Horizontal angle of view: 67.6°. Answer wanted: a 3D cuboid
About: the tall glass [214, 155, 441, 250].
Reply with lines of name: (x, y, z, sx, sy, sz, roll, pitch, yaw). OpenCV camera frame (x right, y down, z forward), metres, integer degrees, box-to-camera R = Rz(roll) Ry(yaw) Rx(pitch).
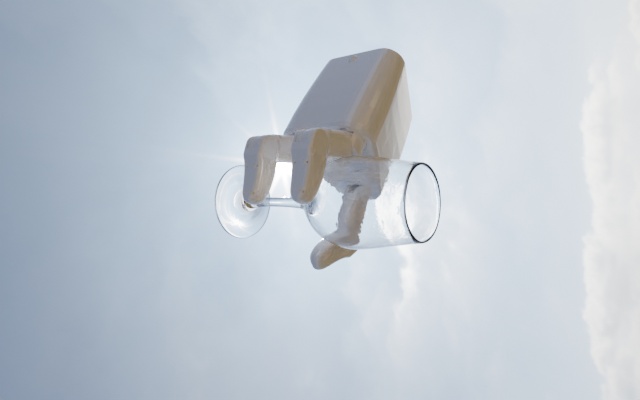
tall glass: (0.000, 0.002, 0.421, 0.201, 0.079, 0.079, 1, 0, 39)
